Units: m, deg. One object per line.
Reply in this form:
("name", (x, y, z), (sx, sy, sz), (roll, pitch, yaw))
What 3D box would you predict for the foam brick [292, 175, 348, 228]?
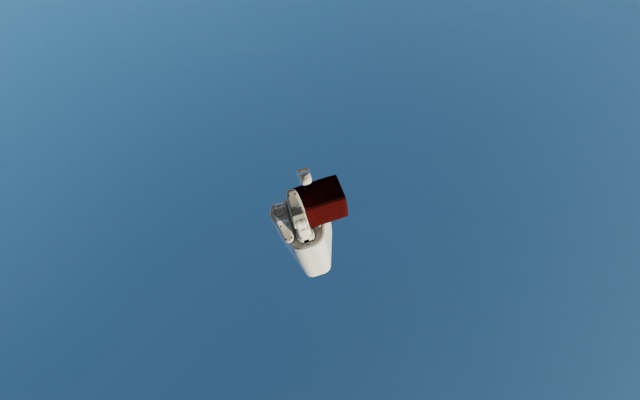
("foam brick", (0.000, 0.002, 0.769), (0.078, 0.053, 0.051), (-18, -39, -1))
